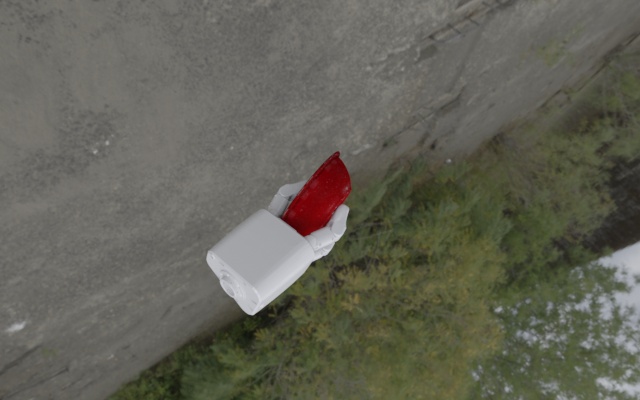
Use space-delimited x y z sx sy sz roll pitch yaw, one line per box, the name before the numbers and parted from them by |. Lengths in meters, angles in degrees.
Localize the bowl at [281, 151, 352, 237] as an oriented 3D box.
bowl | 0.001 0.002 0.750 0.055 0.162 0.162 37 3 5
